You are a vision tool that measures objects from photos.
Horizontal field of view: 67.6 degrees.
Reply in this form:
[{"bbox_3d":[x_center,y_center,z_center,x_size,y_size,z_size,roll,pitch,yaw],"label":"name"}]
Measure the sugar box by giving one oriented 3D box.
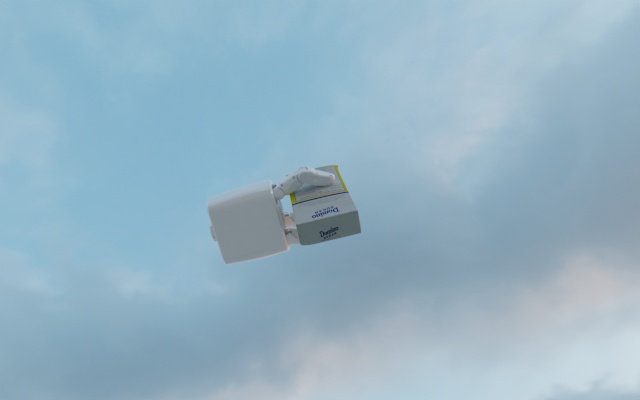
[{"bbox_3d":[0.000,0.003,0.757,0.093,0.048,0.176,-13,30,-2],"label":"sugar box"}]
